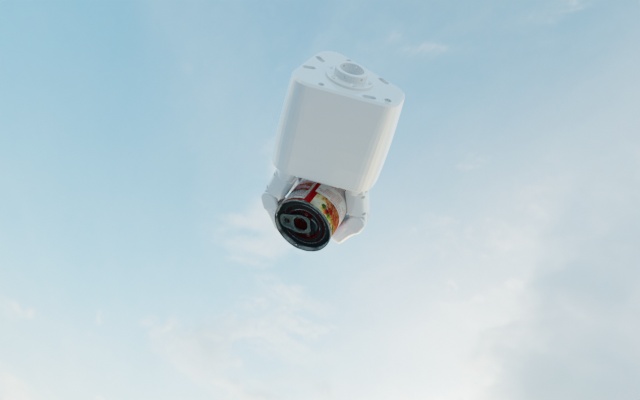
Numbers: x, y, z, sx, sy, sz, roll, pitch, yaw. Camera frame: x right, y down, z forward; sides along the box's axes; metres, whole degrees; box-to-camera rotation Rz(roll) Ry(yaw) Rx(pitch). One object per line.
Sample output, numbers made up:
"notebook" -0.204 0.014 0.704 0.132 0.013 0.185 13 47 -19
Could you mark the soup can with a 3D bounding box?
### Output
"soup can" 0.000 0.002 0.556 0.068 0.068 0.102 0 32 28
